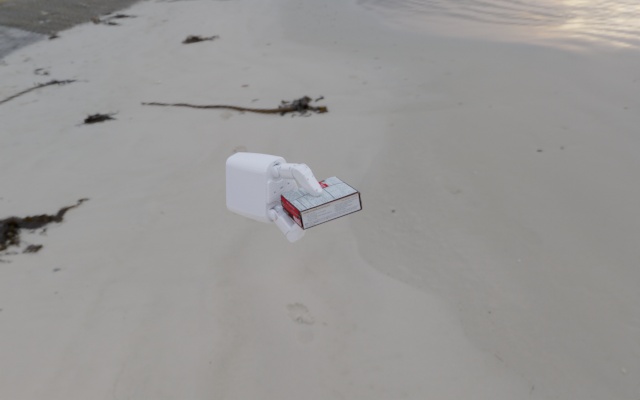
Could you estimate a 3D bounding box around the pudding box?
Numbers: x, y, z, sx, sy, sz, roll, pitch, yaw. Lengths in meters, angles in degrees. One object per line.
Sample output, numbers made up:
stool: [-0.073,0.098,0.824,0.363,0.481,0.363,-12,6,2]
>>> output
pudding box: [0.000,0.002,0.807,0.113,0.039,0.090,-20,28,-18]
